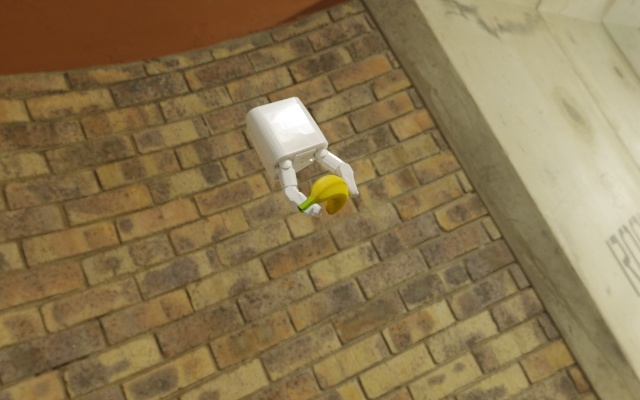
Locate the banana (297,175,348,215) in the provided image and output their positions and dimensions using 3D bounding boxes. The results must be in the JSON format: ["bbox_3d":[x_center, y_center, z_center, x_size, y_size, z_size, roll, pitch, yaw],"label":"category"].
[{"bbox_3d":[0.014,-0.009,0.770,0.069,0.037,0.198,-36,-12,10],"label":"banana"}]
